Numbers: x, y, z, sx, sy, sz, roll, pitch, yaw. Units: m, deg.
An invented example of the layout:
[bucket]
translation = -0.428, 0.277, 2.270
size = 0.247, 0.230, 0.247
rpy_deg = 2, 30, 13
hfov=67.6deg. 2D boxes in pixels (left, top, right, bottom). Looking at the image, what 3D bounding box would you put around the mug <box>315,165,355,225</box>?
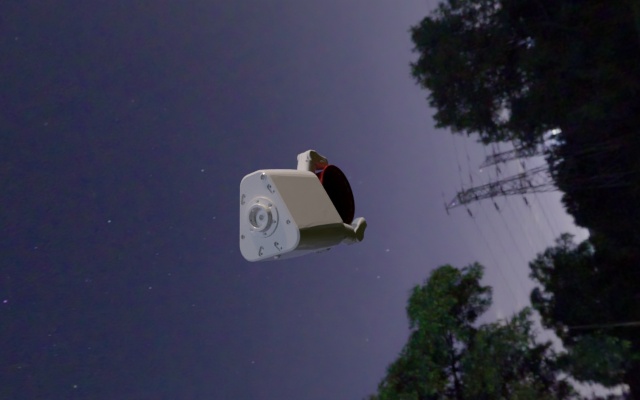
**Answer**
[mug]
translation = 0.001, 0.002, 0.727
size = 0.081, 0.093, 0.117
rpy_deg = -16, -10, 29
